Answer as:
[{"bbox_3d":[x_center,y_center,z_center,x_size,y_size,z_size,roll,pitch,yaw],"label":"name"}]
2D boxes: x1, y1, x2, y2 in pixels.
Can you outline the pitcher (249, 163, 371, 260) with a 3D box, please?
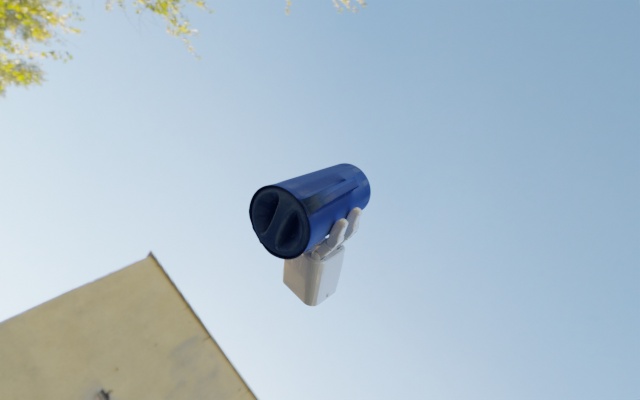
[{"bbox_3d":[0.000,0.003,0.887,0.149,0.145,0.242,22,28,29],"label":"pitcher"}]
